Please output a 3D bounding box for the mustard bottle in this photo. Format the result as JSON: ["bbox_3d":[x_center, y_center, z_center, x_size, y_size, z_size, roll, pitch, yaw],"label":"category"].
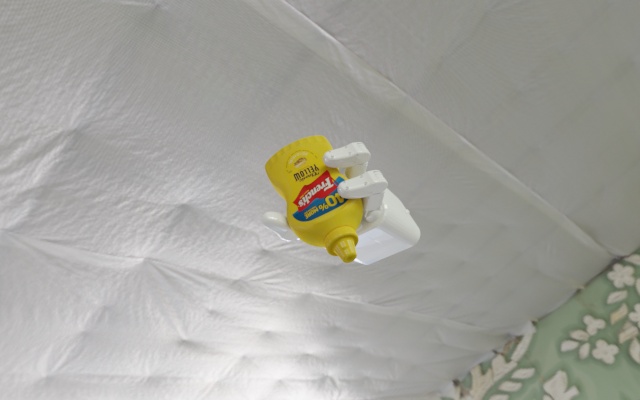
[{"bbox_3d":[0.000,0.002,0.609,0.096,0.191,0.058,-26,-39,-2],"label":"mustard bottle"}]
